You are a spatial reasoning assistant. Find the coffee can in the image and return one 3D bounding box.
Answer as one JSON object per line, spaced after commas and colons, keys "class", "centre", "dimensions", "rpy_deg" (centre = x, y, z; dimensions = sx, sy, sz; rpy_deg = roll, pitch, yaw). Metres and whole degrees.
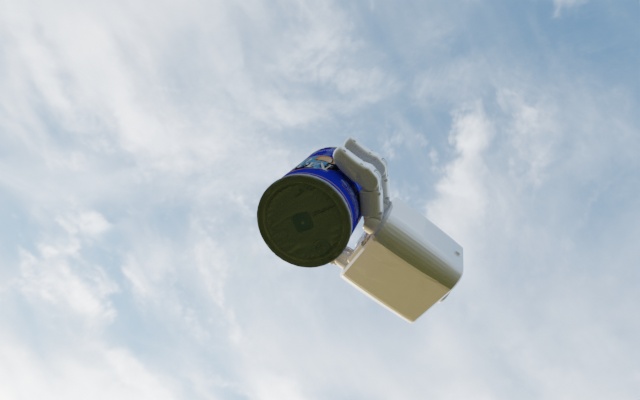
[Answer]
{"class": "coffee can", "centre": [0.000, 0.002, 0.555], "dimensions": [0.103, 0.103, 0.140], "rpy_deg": [0, 18, 16]}
